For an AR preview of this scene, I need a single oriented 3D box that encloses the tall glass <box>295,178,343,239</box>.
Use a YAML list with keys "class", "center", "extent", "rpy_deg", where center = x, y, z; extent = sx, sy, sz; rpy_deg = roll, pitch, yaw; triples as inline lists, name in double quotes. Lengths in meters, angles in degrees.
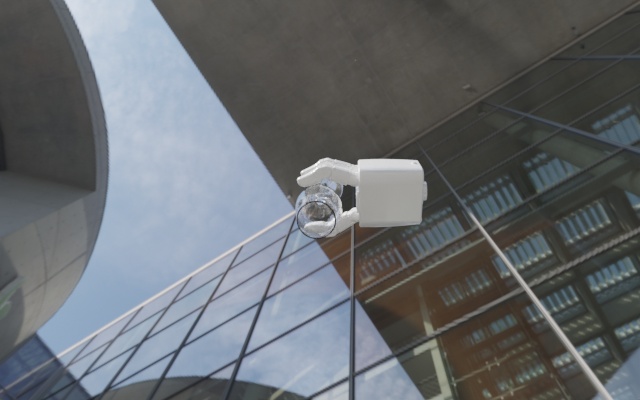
- class: "tall glass"
  center: [0.000, 0.003, 0.828]
  extent: [0.079, 0.079, 0.201]
  rpy_deg: [0, 16, 4]
